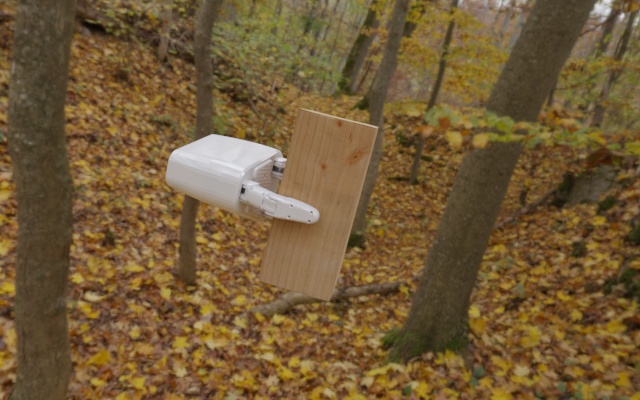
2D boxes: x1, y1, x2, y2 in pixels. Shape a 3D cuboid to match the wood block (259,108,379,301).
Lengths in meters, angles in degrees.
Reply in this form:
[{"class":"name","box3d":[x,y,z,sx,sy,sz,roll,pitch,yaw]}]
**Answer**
[{"class":"wood block","box3d":[0.000,0.002,0.578,0.090,0.206,0.091,15,11,7]}]
